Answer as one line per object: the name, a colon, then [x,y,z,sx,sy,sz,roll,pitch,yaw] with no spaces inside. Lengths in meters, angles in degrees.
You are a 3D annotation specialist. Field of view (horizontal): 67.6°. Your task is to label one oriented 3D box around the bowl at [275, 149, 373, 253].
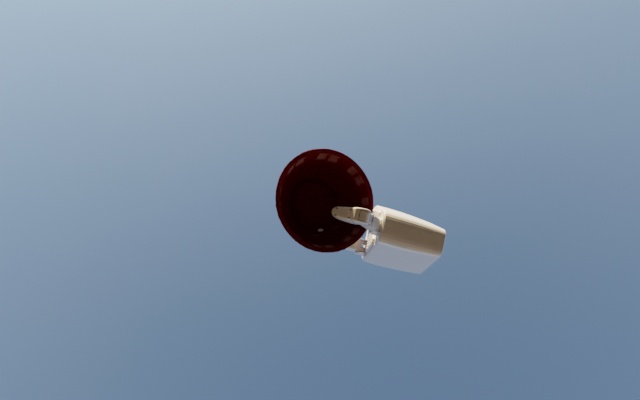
bowl: [-0.001,0.002,0.755,0.162,0.162,0.055,0,-7,-21]
